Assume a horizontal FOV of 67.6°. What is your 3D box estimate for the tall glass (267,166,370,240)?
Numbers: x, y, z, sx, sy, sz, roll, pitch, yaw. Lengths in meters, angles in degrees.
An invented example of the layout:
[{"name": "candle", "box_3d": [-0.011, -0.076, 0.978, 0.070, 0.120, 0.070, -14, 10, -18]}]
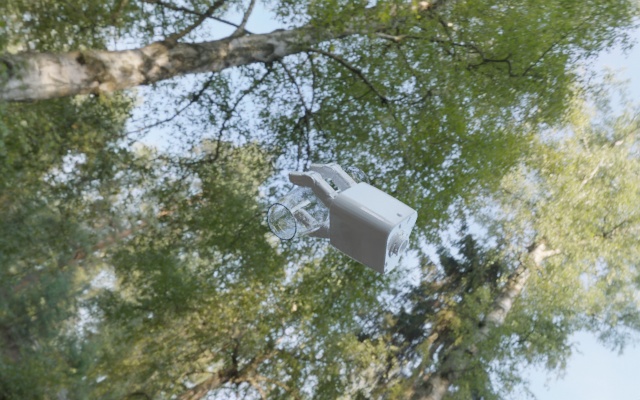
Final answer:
[{"name": "tall glass", "box_3d": [0.000, 0.002, 0.812, 0.079, 0.079, 0.201, 0, 18, 41]}]
